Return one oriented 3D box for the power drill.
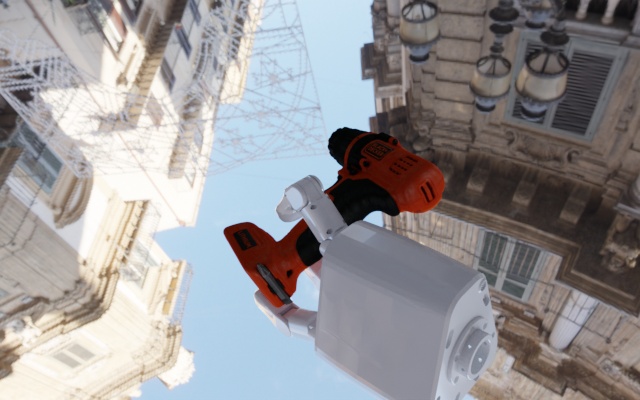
[{"bbox_3d":[0.000,0.002,0.459,0.187,0.057,0.184,-38,28,-6],"label":"power drill"}]
